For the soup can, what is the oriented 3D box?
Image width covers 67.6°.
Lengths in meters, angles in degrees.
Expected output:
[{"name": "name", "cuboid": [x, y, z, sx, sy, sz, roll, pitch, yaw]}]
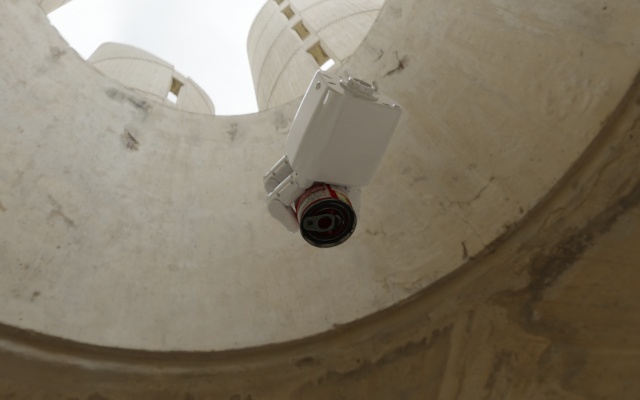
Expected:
[{"name": "soup can", "cuboid": [0.000, 0.002, 0.594, 0.068, 0.068, 0.102, 0, 31, -12]}]
